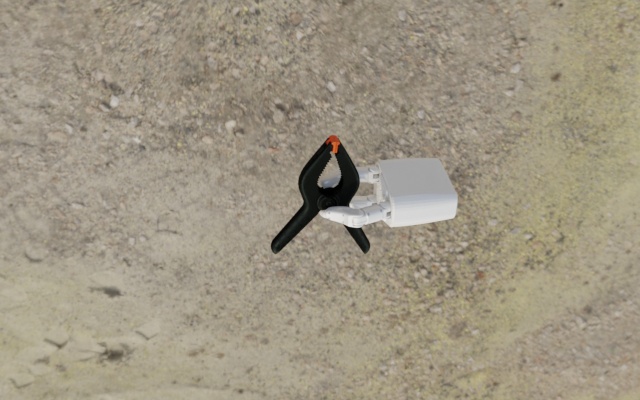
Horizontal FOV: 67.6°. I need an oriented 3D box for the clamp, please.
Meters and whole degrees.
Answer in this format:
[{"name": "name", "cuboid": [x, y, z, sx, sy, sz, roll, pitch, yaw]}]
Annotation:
[{"name": "clamp", "cuboid": [0.000, 0.002, 0.741, 0.164, 0.210, 0.036, -6, 30, -8]}]
